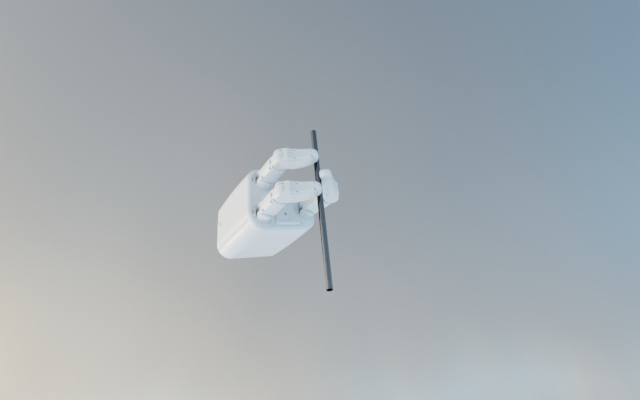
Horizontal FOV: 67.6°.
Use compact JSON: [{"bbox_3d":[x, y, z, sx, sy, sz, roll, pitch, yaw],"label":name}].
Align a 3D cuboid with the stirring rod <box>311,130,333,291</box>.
[{"bbox_3d":[0.000,0.002,0.605,0.011,0.239,0.011,-4,-34,-3],"label":"stirring rod"}]
